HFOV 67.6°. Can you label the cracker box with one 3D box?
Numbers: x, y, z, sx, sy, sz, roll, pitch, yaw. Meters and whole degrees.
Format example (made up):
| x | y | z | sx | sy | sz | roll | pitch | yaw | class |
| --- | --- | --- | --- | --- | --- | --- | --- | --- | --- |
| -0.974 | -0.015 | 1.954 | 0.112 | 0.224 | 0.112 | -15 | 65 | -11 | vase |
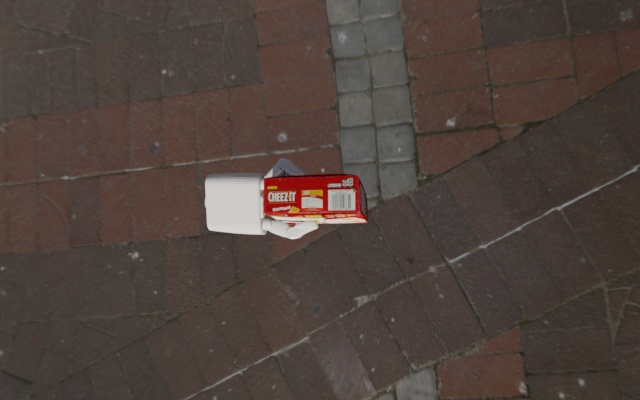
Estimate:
| x | y | z | sx | sy | sz | roll | pitch | yaw | class |
| --- | --- | --- | --- | --- | --- | --- | --- | --- | --- |
| 0.000 | 0.003 | 0.889 | 0.164 | 0.072 | 0.214 | -2 | -7 | 9 | cracker box |
